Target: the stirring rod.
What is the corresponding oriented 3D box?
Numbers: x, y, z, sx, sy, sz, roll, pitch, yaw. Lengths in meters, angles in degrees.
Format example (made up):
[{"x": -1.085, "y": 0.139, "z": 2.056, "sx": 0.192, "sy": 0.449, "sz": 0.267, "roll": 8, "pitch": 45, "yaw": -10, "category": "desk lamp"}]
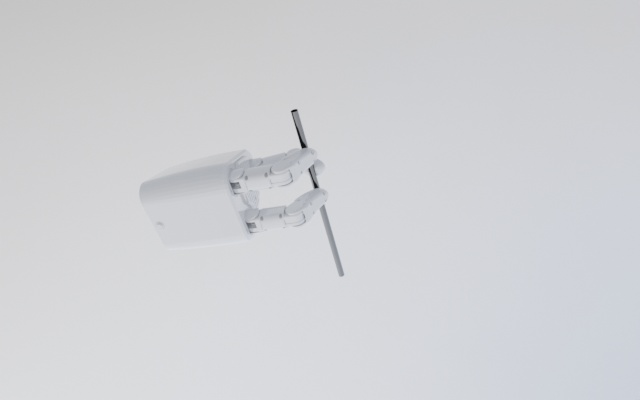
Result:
[{"x": 0.000, "y": 0.002, "z": 0.572, "sx": 0.011, "sy": 0.240, "sz": 0.011, "roll": -11, "pitch": 33, "yaw": 7, "category": "stirring rod"}]
